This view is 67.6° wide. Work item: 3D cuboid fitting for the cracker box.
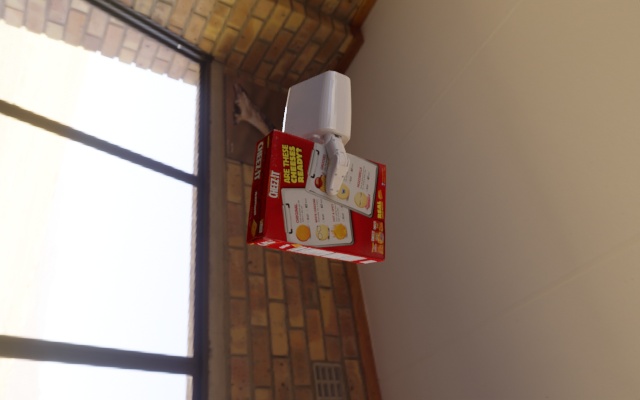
[{"bbox_3d":[0.000,0.002,0.740,0.214,0.164,0.072,14,-20,-30],"label":"cracker box"}]
